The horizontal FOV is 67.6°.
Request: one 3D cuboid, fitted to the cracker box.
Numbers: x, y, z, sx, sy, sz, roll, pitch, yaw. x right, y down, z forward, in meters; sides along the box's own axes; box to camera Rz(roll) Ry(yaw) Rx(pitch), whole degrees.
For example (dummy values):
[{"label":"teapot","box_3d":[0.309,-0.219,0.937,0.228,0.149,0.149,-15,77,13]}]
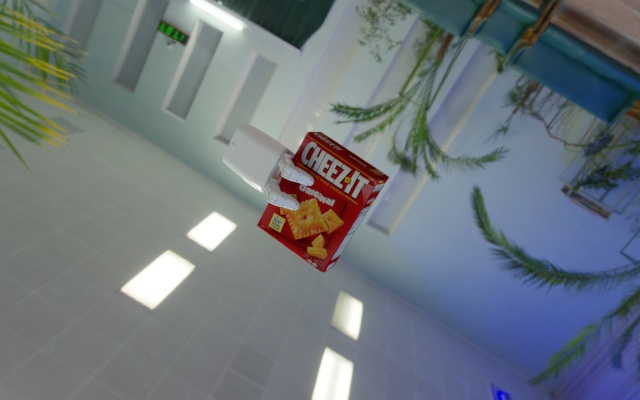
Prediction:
[{"label":"cracker box","box_3d":[0.000,0.003,0.899,0.164,0.214,0.072,35,19,14]}]
